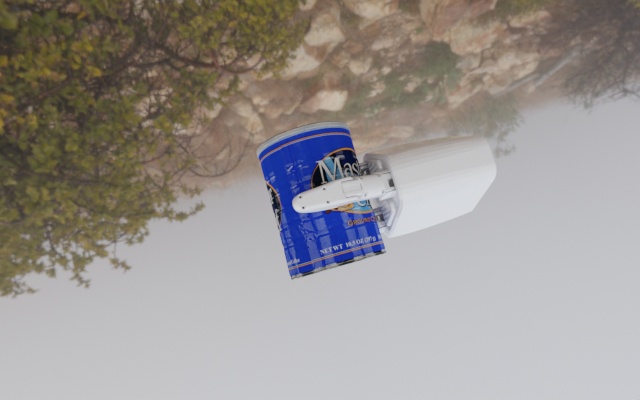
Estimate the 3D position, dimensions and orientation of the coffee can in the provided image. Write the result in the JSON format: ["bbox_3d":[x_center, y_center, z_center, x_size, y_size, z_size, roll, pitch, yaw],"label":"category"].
[{"bbox_3d":[0.000,0.002,0.501,0.103,0.140,0.103,-16,-8,-2],"label":"coffee can"}]
